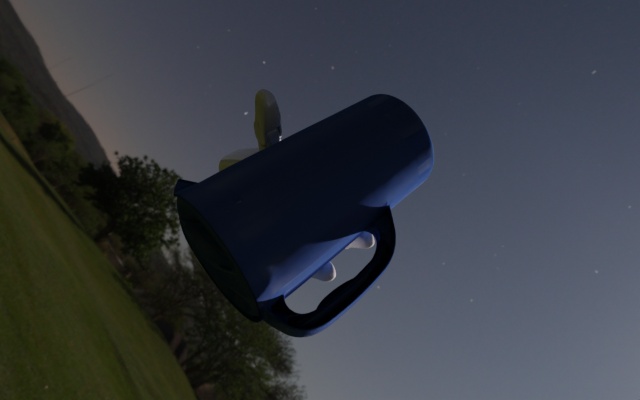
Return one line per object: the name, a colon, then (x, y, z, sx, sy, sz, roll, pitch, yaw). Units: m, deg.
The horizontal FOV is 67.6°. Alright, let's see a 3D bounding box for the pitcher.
pitcher: (0.000, 0.001, 0.457, 0.242, 0.149, 0.145, -34, 24, -25)
